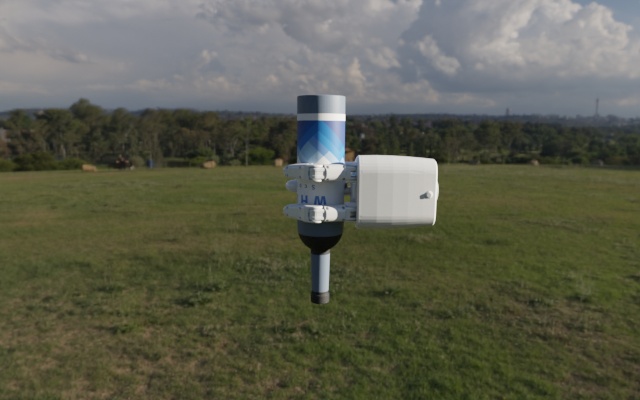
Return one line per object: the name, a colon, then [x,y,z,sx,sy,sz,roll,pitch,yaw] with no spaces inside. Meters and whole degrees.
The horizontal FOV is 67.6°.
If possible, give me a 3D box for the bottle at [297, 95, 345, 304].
bottle: [0.000,0.002,0.679,0.069,0.296,0.069,0,9,0]
